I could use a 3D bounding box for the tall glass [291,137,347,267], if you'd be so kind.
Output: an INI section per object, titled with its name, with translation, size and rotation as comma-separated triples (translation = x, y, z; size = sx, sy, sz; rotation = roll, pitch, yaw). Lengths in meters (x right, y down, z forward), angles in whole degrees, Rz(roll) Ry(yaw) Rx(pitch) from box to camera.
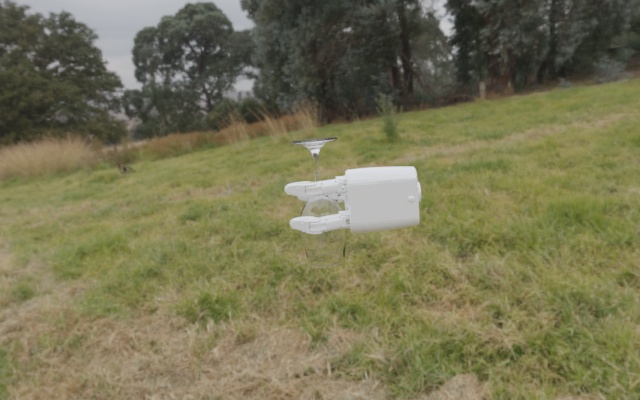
[tall glass]
translation = 0.000, 0.002, 0.767
size = 0.079, 0.201, 0.079
rotation = -5, 12, 1
